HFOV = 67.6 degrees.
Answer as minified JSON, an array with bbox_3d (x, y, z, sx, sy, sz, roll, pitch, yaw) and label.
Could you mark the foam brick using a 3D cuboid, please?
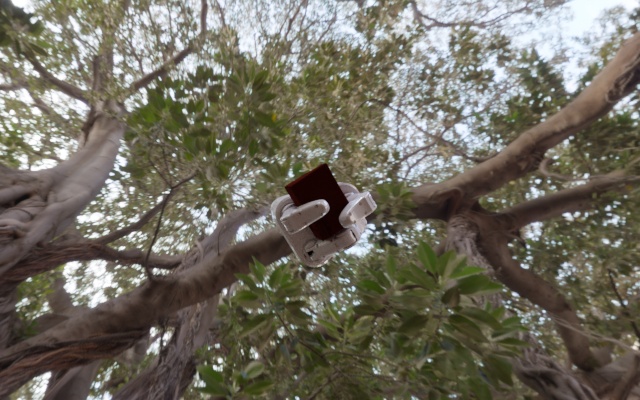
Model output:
[{"bbox_3d":[0.000,0.002,0.574,0.053,0.078,0.051,-32,8,-9],"label":"foam brick"}]
